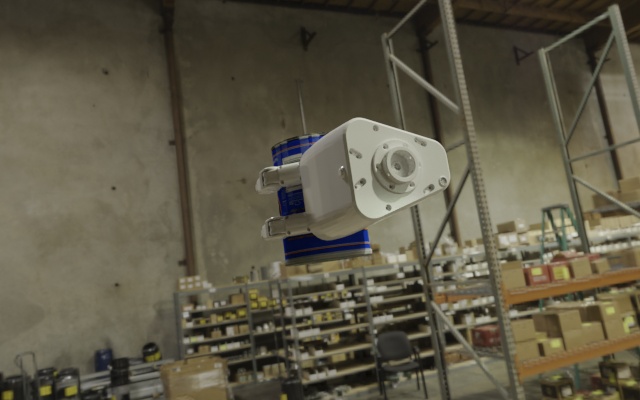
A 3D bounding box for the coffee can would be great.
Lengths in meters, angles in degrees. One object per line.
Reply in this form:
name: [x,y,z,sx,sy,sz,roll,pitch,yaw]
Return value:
coffee can: [0.000,0.002,0.567,0.103,0.140,0.103,-8,-9,-1]
